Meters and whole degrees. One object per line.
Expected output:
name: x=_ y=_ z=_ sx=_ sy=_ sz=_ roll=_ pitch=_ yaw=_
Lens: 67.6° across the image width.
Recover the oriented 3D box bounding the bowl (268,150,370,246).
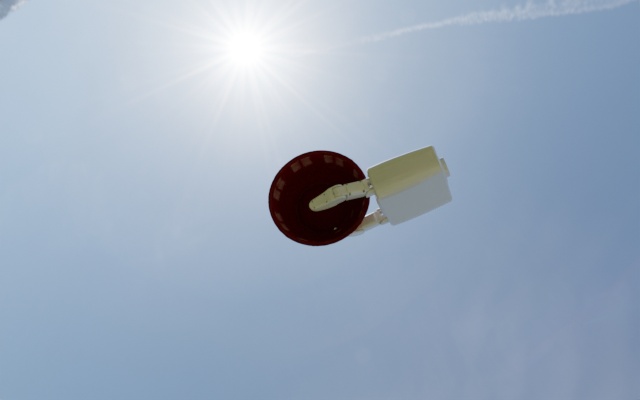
bowl: x=-0.001 y=0.003 z=0.770 sx=0.162 sy=0.162 sz=0.055 roll=0 pitch=-21 yaw=8
